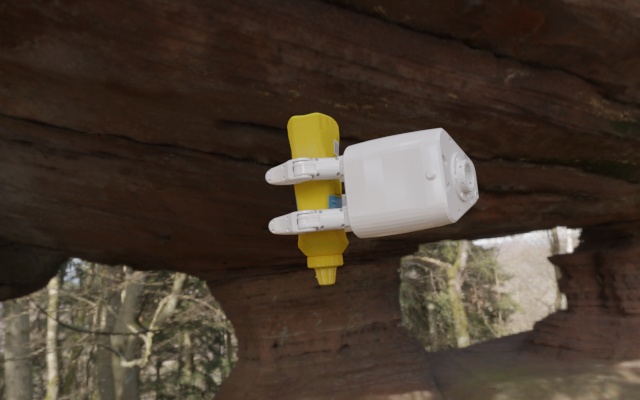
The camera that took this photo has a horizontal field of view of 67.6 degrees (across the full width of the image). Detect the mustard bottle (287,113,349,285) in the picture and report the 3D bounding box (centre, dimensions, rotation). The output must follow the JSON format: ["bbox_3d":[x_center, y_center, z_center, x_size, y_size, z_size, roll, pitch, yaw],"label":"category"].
[{"bbox_3d":[0.000,0.002,0.560,0.058,0.191,0.096,-7,-7,10],"label":"mustard bottle"}]
